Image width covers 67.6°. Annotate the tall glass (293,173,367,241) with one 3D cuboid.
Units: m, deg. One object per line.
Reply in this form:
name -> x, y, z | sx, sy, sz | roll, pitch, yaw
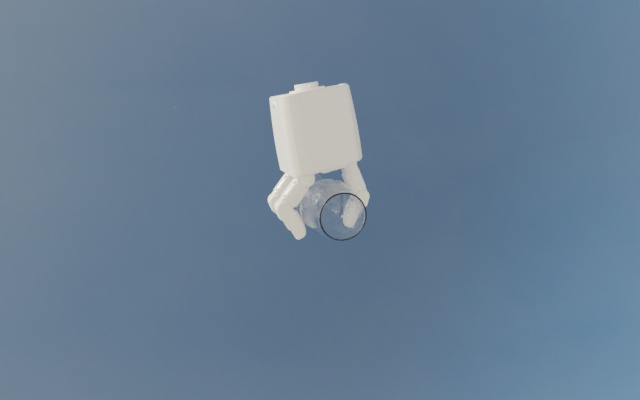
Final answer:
tall glass -> 0.000, 0.002, 0.681 | 0.079, 0.079, 0.201 | 0, 11, -17
